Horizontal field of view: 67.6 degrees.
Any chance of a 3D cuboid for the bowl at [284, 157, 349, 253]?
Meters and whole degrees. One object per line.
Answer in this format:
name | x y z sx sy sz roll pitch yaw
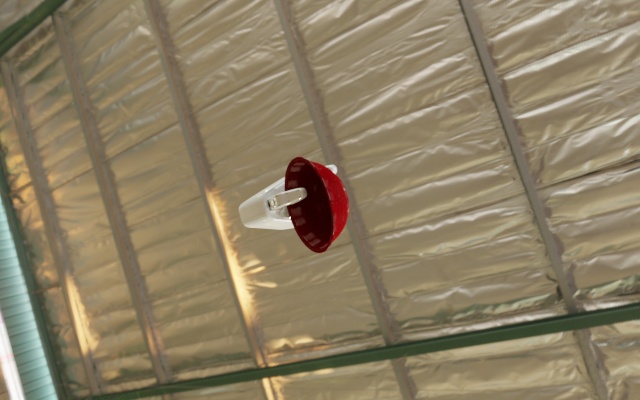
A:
bowl | 0.001 0.003 0.789 0.055 0.162 0.162 -15 7 -27
